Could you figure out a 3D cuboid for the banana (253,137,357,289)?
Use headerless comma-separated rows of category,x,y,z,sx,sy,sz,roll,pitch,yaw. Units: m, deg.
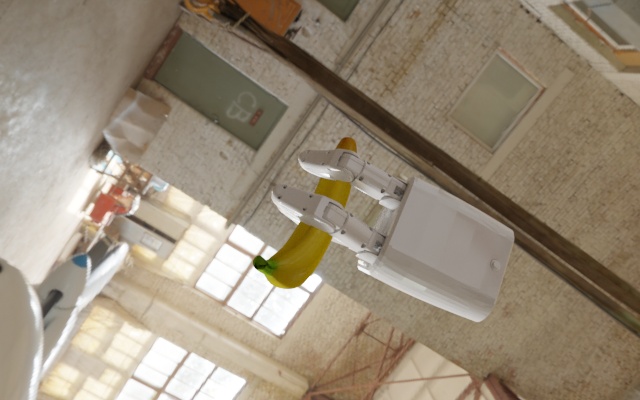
banana,-0.003,0.017,0.448,0.037,0.070,0.197,19,44,12
